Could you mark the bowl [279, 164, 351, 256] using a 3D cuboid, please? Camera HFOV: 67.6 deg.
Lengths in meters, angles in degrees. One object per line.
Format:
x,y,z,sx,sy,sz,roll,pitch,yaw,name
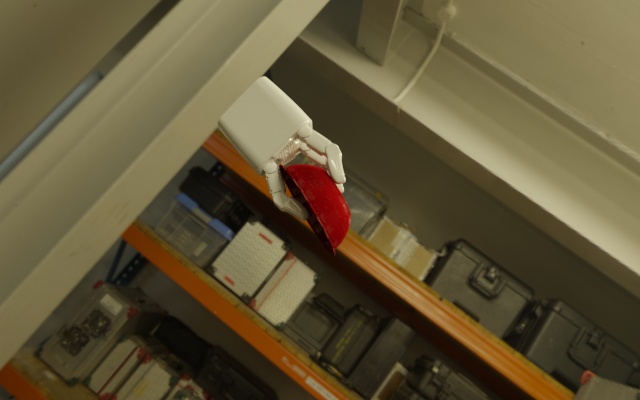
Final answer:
0.001,0.003,0.732,0.055,0.162,0.162,-31,4,-8,bowl
